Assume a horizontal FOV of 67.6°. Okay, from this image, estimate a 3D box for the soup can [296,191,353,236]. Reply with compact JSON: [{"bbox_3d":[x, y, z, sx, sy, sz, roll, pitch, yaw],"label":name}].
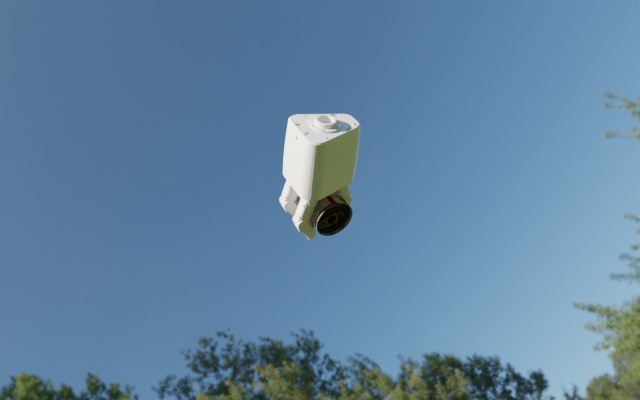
[{"bbox_3d":[0.000,0.003,0.820,0.068,0.068,0.102,0,36,-35],"label":"soup can"}]
